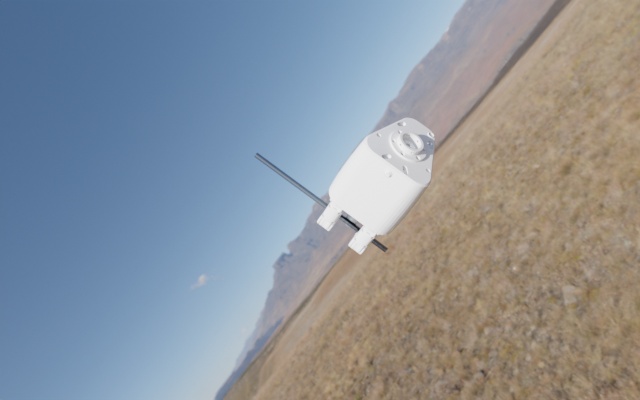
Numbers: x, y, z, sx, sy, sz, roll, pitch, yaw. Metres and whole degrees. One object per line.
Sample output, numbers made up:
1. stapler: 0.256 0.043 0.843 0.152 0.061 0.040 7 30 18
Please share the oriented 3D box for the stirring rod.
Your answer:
1. stirring rod: 0.000 0.002 0.708 0.239 0.011 0.011 36 2 3
